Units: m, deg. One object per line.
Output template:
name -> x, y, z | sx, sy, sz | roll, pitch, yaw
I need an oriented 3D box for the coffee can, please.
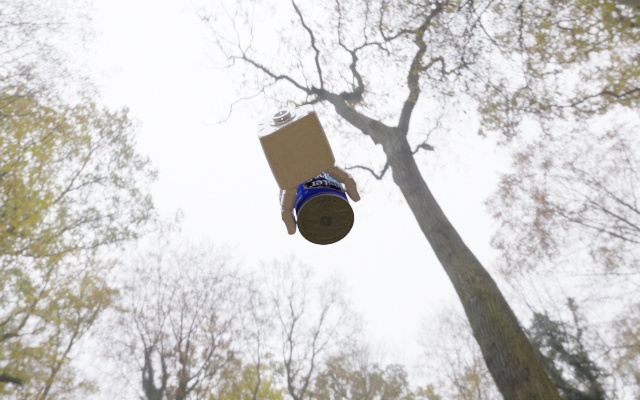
coffee can -> 0.000, 0.003, 0.889 | 0.103, 0.103, 0.140 | 0, 29, -9
